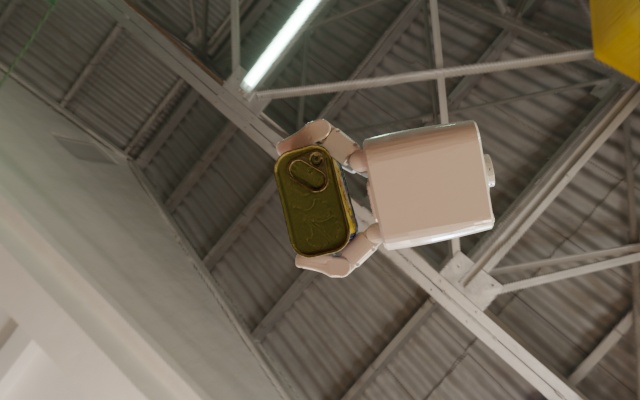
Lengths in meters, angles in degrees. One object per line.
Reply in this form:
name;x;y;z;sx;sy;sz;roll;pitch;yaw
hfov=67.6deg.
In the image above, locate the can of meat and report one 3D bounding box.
can of meat;0.000;0.002;0.477;0.057;0.102;0.084;-15;-5;11
